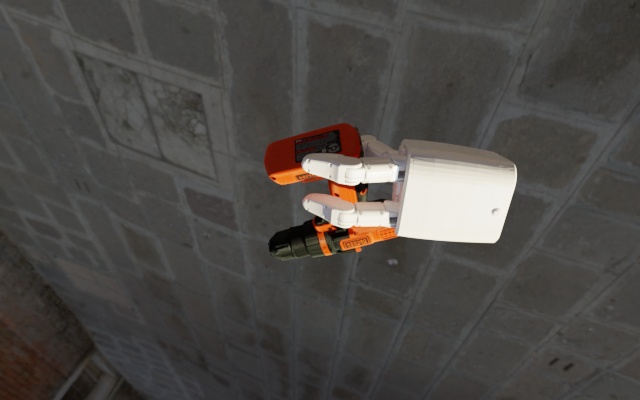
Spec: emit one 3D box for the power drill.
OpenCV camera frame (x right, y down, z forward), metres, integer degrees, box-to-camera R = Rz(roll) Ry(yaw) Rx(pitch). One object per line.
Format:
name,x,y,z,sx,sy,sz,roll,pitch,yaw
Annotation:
power drill,0.000,0.002,0.575,0.184,0.057,0.188,-15,-39,9
